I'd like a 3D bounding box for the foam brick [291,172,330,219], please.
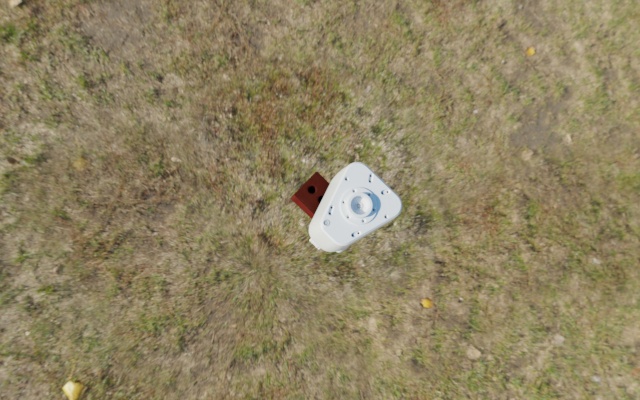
[{"bbox_3d":[0.000,0.002,0.744,0.078,0.053,0.051,44,-12,1],"label":"foam brick"}]
